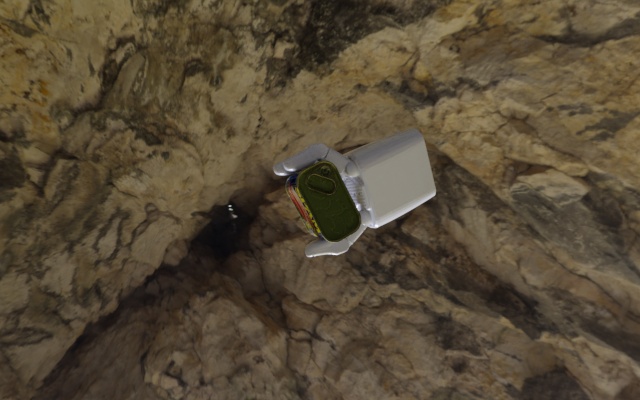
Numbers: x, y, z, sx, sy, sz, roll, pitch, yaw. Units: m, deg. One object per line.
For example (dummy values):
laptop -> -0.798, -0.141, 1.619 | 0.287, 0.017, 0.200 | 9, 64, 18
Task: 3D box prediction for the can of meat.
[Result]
can of meat -> 0.000, 0.002, 0.638 | 0.057, 0.102, 0.084 | -29, 7, -15
